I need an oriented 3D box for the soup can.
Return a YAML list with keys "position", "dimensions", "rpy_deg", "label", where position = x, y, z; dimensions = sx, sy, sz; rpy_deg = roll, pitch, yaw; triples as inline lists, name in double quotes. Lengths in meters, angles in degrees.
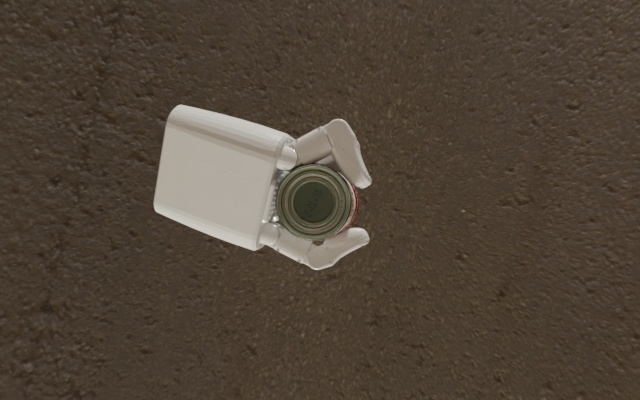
- position: [0.000, 0.002, 0.453]
  dimensions: [0.068, 0.068, 0.102]
  rpy_deg: [0, 0, 8]
  label: "soup can"
